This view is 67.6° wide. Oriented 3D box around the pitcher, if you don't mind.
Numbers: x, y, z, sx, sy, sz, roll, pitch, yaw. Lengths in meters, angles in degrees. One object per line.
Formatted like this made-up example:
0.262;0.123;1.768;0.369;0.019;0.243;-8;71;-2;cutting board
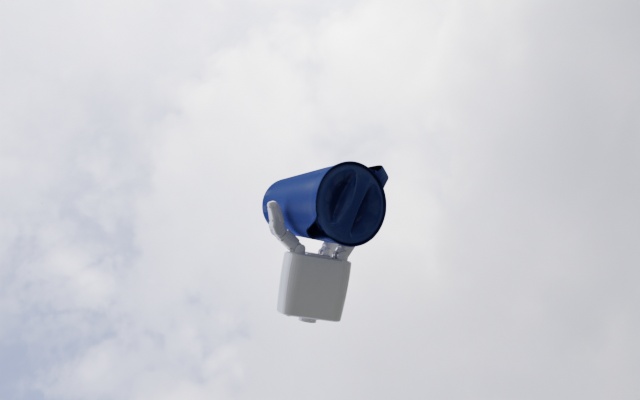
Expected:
0.000;0.003;0.840;0.149;0.145;0.243;11;-6;-30;pitcher
